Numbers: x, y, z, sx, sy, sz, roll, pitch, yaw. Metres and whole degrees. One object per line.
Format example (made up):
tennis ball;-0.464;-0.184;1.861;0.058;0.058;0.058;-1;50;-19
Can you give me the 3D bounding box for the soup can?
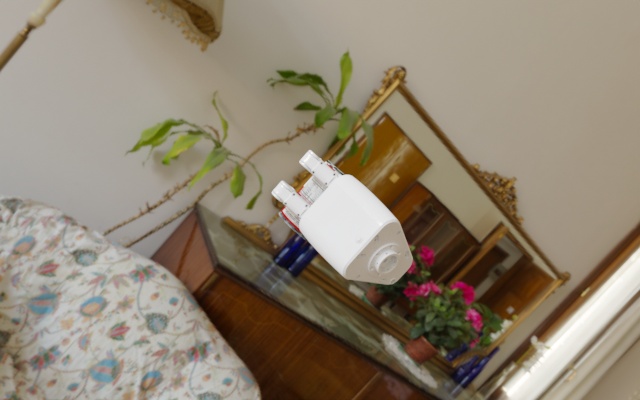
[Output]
soup can;0.000;0.002;0.670;0.068;0.102;0.068;42;4;-3
